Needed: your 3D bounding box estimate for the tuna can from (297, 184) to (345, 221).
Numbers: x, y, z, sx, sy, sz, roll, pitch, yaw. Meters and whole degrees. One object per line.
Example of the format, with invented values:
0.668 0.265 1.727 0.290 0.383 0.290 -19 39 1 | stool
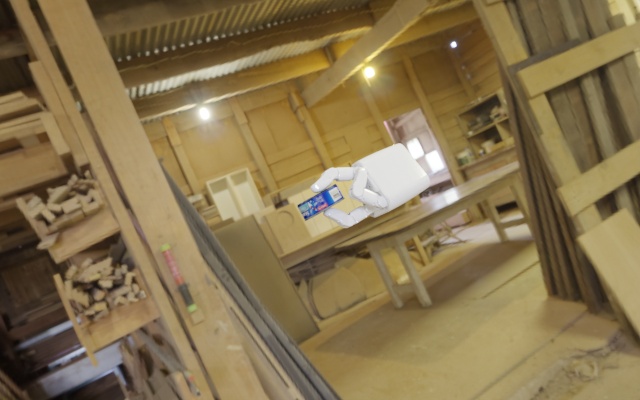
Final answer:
0.000 0.002 0.890 0.086 0.034 0.086 -29 1 1 | tuna can
